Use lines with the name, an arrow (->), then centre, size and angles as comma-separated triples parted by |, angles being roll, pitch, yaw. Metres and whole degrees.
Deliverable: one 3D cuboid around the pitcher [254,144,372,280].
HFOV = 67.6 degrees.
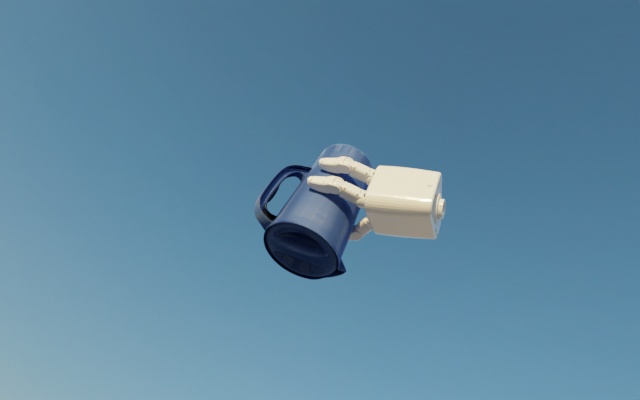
pitcher -> 0.000, 0.003, 0.842 | 0.145, 0.149, 0.242 | 4, 43, 25
